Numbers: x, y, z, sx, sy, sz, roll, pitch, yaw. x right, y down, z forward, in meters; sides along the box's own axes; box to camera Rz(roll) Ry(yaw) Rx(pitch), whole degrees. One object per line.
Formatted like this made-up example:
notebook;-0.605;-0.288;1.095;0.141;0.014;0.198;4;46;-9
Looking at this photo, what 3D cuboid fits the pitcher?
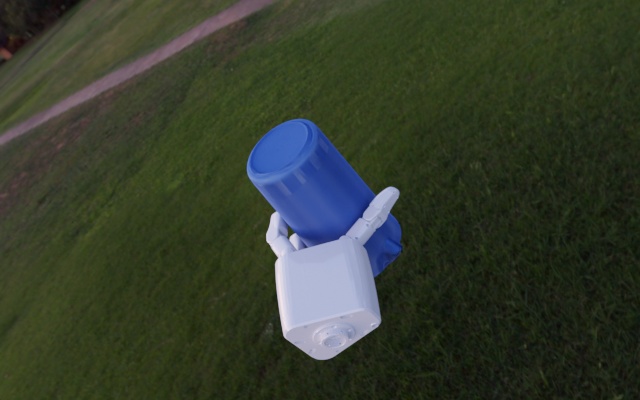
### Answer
pitcher;0.000;0.002;0.679;0.149;0.145;0.243;-26;-48;16
